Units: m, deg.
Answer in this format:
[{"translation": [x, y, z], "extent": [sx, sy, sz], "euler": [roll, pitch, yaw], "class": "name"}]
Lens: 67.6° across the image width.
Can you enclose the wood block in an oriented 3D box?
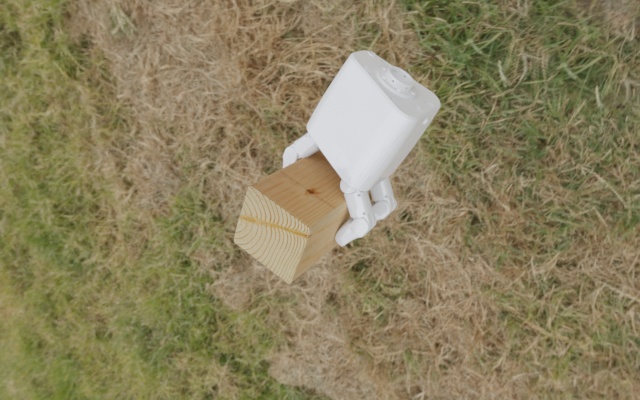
[{"translation": [0.000, 0.002, 0.604], "extent": [0.091, 0.090, 0.206], "euler": [35, 37, 18], "class": "wood block"}]
